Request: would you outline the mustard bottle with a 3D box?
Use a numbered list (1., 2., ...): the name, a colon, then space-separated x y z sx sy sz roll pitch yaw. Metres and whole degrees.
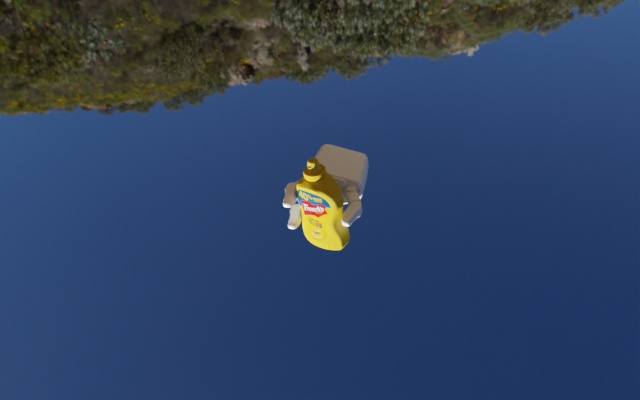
1. mustard bottle: 0.000 0.003 0.900 0.096 0.192 0.058 20 47 34
